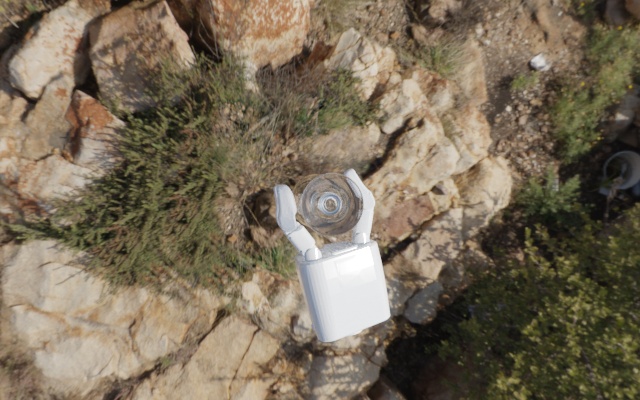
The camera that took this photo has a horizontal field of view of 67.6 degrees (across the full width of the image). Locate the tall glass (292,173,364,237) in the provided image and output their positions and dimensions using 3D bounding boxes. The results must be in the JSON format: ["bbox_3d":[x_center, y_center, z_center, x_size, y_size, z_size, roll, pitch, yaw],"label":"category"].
[{"bbox_3d":[0.000,0.002,0.650,0.079,0.079,0.201,0,2,-8],"label":"tall glass"}]
